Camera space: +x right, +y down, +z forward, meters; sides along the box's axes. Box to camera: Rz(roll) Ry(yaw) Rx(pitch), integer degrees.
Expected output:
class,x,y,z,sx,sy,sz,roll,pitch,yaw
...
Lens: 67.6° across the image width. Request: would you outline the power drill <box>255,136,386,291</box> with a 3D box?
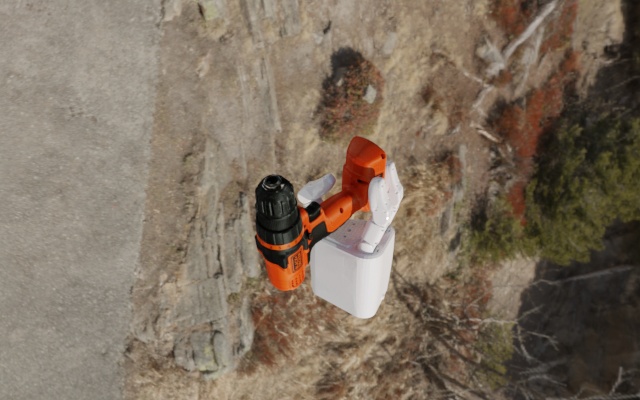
class,x,y,z,sx,sy,sz,roll,pitch,yaw
power drill,0.000,0.002,0.571,0.057,0.185,0.187,37,59,26
